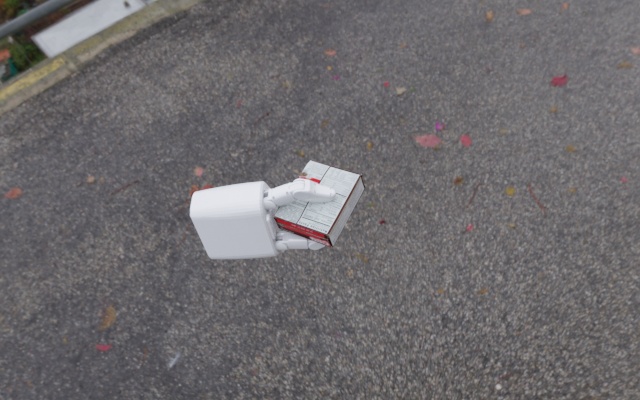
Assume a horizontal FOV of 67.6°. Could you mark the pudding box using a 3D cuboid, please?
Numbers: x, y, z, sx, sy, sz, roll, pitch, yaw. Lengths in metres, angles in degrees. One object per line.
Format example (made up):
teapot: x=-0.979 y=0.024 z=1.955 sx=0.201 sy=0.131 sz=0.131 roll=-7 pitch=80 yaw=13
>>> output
pudding box: x=0.000 y=0.002 z=0.681 sx=0.090 sy=0.113 sz=0.039 roll=19 pitch=-26 yaw=24
